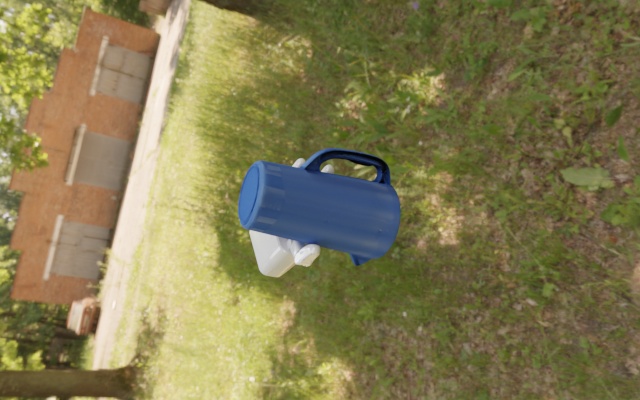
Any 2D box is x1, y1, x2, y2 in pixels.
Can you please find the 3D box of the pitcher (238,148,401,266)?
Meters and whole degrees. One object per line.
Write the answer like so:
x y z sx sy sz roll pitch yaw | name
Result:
0.000 0.003 0.773 0.243 0.149 0.145 13 -36 -25 | pitcher
